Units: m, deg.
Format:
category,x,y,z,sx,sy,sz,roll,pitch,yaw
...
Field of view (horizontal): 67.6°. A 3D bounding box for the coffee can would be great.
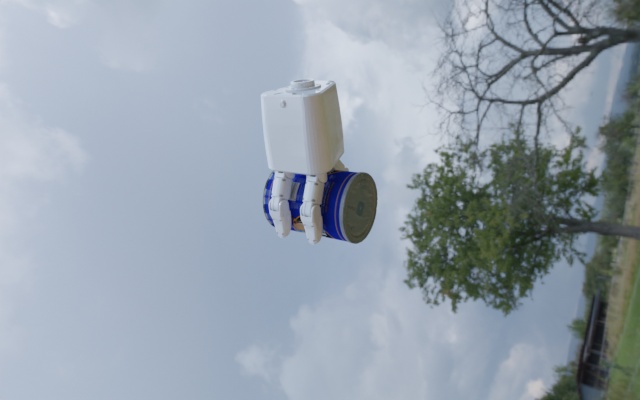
category,x,y,z,sx,sy,sz,roll,pitch,yaw
coffee can,0.000,0.003,0.714,0.140,0.103,0.103,9,5,32
